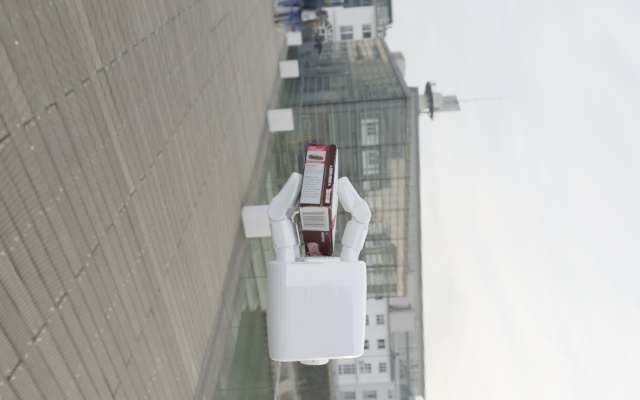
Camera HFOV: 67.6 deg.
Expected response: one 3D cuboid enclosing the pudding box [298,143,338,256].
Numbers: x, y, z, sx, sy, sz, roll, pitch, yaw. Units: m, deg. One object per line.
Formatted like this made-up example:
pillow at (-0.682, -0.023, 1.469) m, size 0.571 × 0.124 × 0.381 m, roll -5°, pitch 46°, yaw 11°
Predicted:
pudding box at (0.000, 0.002, 0.564) m, size 0.039 × 0.090 × 0.114 m, roll 3°, pitch -34°, yaw 3°
